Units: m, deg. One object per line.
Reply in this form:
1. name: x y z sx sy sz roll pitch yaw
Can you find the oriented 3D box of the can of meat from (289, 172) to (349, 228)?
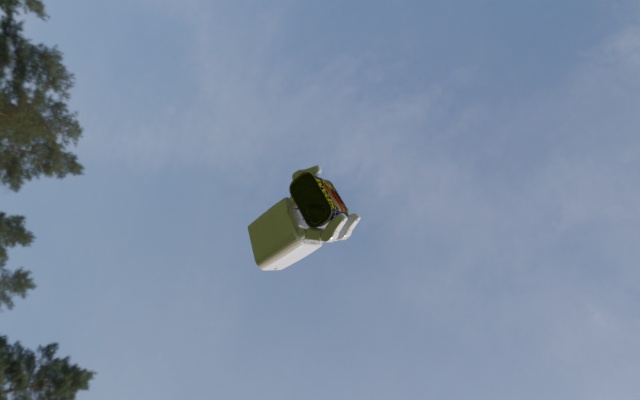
1. can of meat: 0.000 0.003 0.892 0.057 0.102 0.084 -37 -21 20
